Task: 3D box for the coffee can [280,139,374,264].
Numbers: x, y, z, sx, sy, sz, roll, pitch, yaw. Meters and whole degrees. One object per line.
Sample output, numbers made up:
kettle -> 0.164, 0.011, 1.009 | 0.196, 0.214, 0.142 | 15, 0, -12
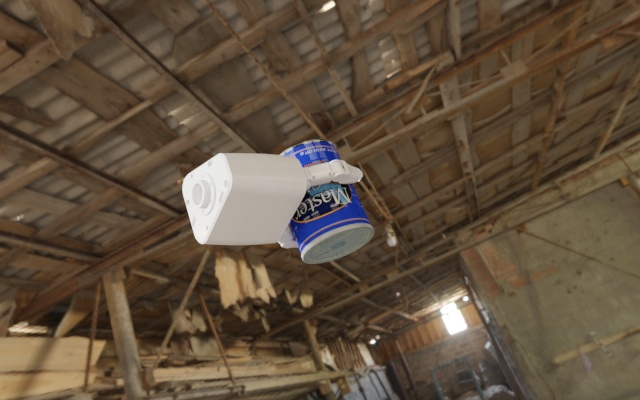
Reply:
coffee can -> 0.000, 0.002, 0.660 | 0.103, 0.140, 0.103 | -19, -24, -9
